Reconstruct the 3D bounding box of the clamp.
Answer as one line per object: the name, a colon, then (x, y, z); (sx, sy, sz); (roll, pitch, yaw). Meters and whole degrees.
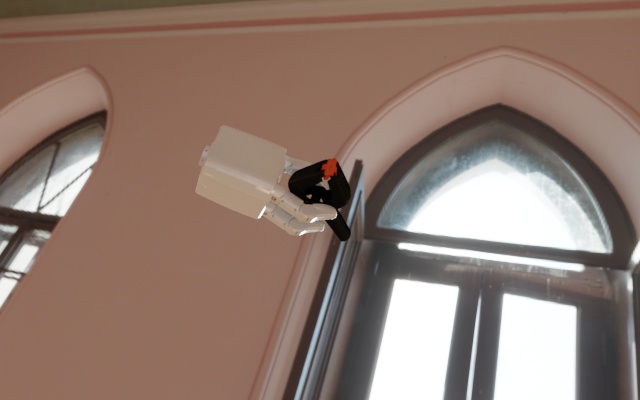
clamp: (0.000, 0.001, 0.740); (0.164, 0.036, 0.210); (20, -29, -12)
